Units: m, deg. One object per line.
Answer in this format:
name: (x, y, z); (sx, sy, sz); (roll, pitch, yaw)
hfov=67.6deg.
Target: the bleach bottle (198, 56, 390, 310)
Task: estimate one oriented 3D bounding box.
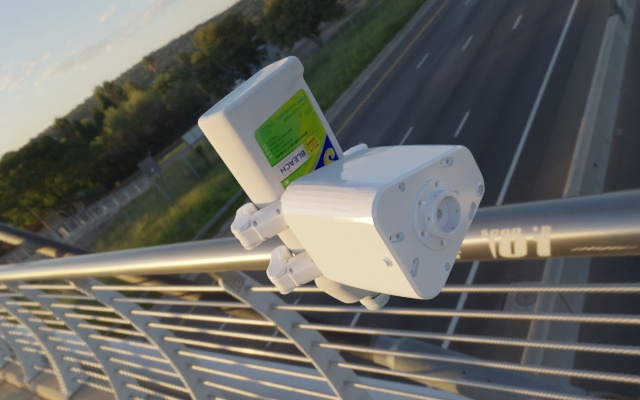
bleach bottle: (0.000, 0.002, 0.449); (0.102, 0.251, 0.068); (-46, 26, -26)
